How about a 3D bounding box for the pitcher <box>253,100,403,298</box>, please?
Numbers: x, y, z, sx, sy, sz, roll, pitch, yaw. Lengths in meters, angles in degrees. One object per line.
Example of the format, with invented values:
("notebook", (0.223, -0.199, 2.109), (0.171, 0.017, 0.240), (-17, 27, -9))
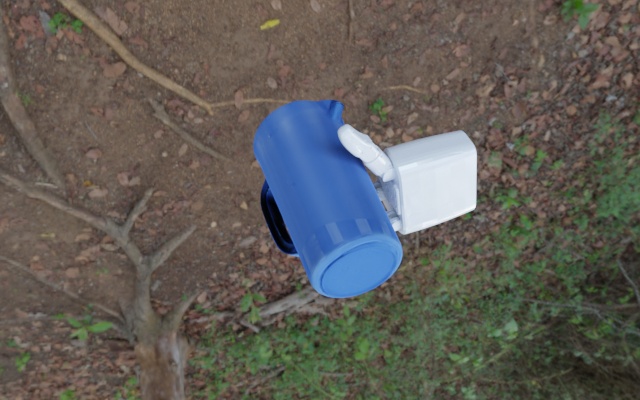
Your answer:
("pitcher", (0.000, 0.002, 0.600), (0.145, 0.242, 0.149), (-17, -41, -7))
